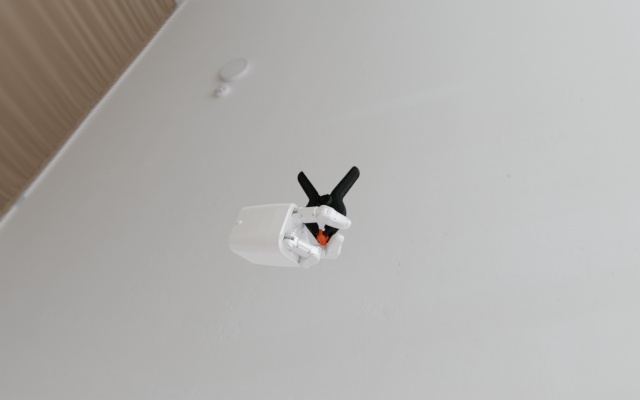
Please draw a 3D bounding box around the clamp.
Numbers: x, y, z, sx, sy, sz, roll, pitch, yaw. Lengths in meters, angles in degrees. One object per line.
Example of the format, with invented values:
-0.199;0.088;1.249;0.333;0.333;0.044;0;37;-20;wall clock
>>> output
0.000;0.003;0.872;0.120;0.171;0.039;-2;-41;23;clamp
